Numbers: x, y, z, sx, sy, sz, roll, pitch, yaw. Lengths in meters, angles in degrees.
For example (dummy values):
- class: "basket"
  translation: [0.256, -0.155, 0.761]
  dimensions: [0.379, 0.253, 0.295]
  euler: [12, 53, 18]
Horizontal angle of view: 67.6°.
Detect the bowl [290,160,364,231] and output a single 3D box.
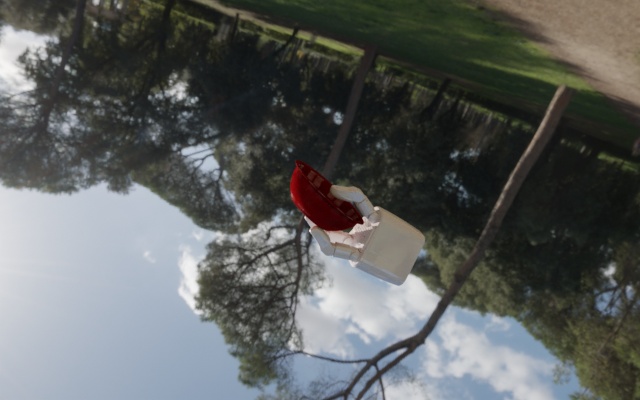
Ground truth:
- class: "bowl"
  translation: [-0.001, 0.002, 0.837]
  dimensions: [0.162, 0.055, 0.162]
  euler: [42, 10, -9]
